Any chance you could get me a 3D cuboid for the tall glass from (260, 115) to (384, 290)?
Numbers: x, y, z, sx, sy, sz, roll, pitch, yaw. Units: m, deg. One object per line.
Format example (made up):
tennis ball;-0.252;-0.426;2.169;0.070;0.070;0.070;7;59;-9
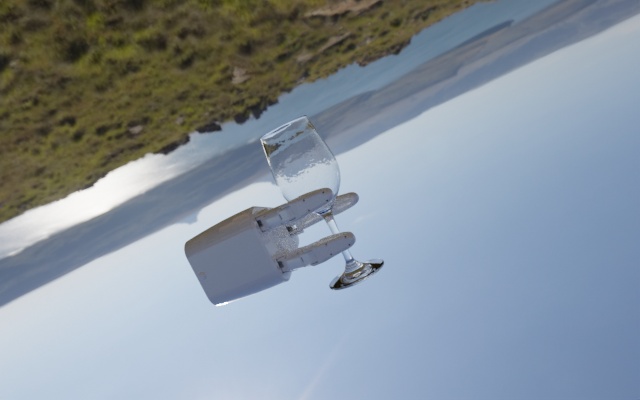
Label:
tall glass;0.001;0.002;0.573;0.079;0.201;0.079;-26;6;3
